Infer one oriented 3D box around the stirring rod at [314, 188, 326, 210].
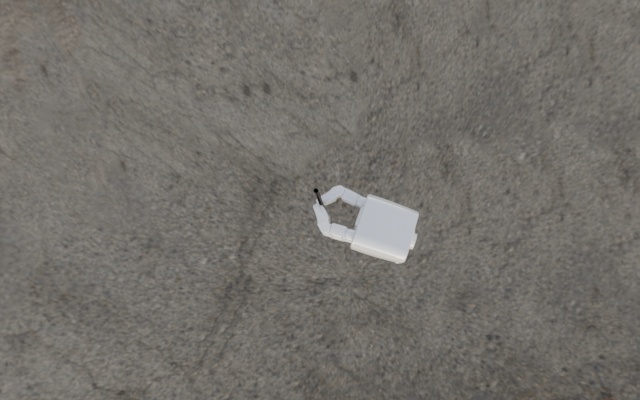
[{"bbox_3d":[0.000,0.003,0.893,0.011,0.011,0.239,0,-9,4],"label":"stirring rod"}]
